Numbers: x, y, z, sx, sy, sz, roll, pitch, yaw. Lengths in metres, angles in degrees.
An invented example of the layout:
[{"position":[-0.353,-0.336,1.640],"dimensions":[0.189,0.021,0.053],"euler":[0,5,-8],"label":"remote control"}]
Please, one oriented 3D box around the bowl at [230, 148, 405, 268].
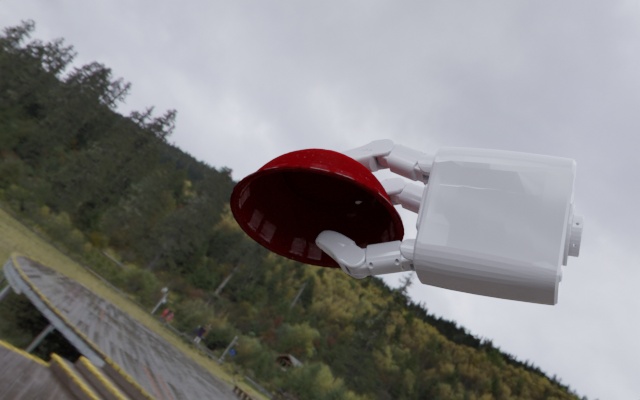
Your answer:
[{"position":[-0.001,0.001,0.452],"dimensions":[0.162,0.055,0.162],"euler":[9,-35,6],"label":"bowl"}]
